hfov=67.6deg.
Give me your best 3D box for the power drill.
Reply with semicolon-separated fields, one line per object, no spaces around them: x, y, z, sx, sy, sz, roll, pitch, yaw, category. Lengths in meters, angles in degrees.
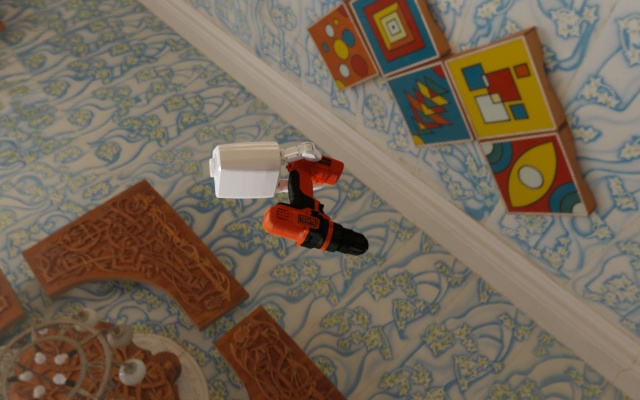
0.000;0.002;0.841;0.184;0.187;0.057;18;-44;-15;power drill
